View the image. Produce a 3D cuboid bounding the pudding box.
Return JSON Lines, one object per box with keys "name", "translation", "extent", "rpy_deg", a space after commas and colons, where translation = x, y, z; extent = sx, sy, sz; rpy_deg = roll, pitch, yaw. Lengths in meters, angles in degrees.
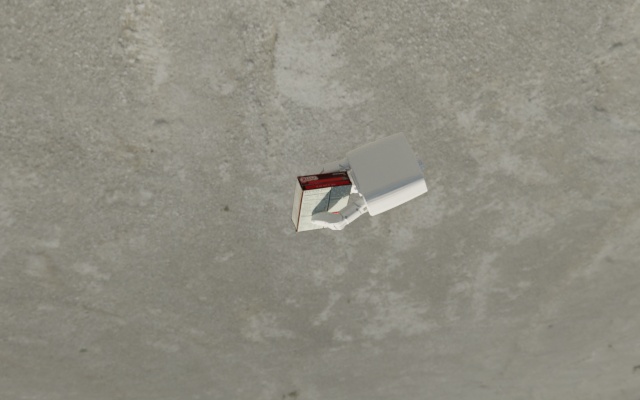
{"name": "pudding box", "translation": [0.000, 0.003, 0.829], "extent": [0.090, 0.039, 0.114], "rpy_deg": [-7, -43, -17]}
